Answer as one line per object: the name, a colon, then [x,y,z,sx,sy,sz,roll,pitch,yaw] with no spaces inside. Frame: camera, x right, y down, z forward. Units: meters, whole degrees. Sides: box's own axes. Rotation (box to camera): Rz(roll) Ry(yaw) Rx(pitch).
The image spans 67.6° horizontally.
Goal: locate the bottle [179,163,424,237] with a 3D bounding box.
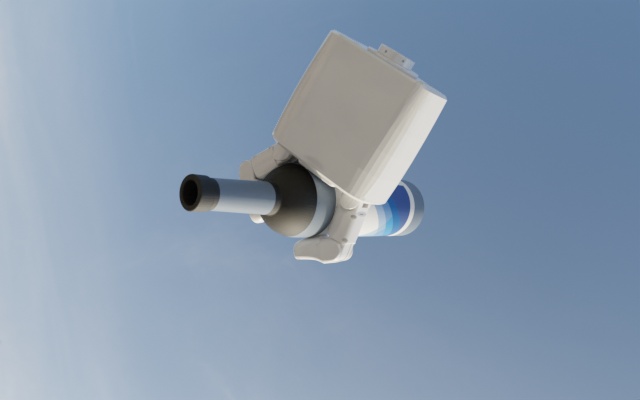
bottle: [0.000,0.002,0.455,0.069,0.069,0.296,0,-3,40]
